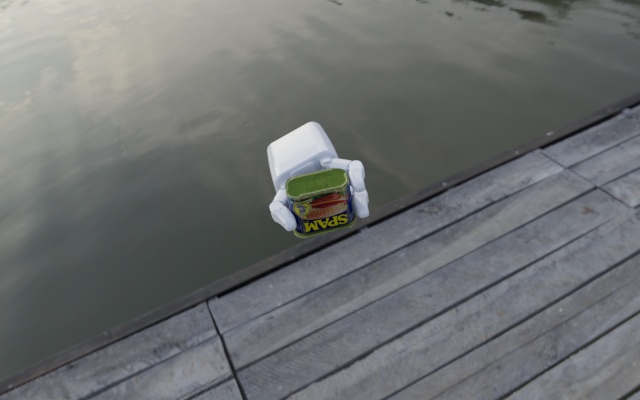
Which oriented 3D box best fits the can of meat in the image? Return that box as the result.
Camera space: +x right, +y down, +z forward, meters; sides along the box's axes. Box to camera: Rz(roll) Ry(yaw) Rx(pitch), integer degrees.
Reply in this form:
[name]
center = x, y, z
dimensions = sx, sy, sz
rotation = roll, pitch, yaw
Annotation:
[can of meat]
center = 0.000, 0.002, 0.739
dimensions = 0.102, 0.084, 0.057
rotation = -13, 40, -2
